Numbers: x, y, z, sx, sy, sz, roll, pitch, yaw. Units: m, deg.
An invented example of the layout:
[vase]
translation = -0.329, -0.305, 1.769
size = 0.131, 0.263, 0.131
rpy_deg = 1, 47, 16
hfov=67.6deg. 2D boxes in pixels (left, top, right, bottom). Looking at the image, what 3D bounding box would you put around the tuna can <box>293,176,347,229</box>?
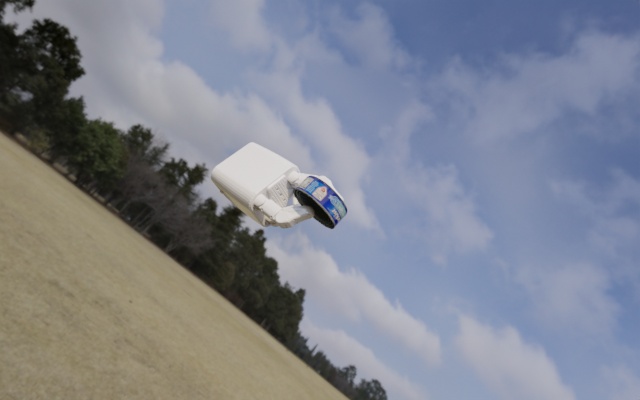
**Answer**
[tuna can]
translation = 0.001, 0.002, 0.735
size = 0.033, 0.086, 0.086
rpy_deg = -46, 15, -15
